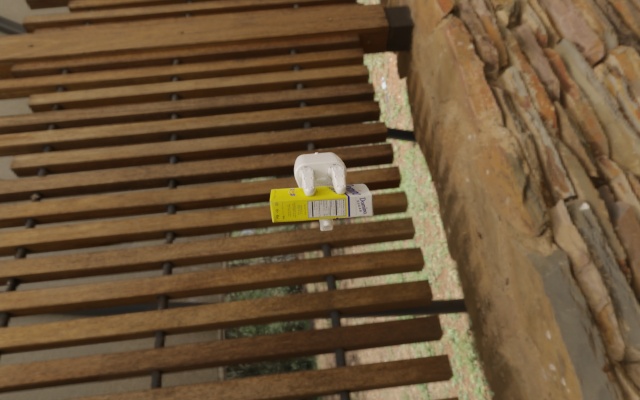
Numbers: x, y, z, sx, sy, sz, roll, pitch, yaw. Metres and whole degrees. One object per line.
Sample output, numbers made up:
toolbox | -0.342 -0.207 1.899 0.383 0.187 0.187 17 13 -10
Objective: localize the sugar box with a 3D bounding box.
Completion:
sugar box | 0.000 0.002 0.853 0.176 0.048 0.093 -6 15 -3
